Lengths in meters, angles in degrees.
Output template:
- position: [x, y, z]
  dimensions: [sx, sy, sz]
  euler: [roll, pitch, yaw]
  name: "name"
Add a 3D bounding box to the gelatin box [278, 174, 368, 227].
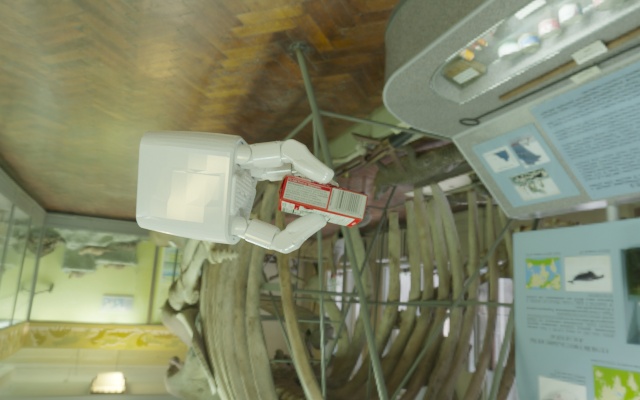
- position: [0.000, 0.002, 0.511]
  dimensions: [0.089, 0.030, 0.073]
  euler: [14, -10, -3]
  name: "gelatin box"
